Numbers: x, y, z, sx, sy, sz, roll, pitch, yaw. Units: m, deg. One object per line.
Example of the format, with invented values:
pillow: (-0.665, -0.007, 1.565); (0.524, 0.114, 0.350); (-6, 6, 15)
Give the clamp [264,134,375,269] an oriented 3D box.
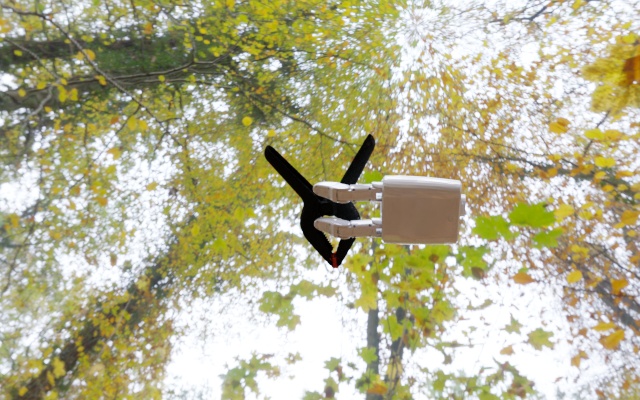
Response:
clamp: (0.001, 0.003, 0.723); (0.164, 0.210, 0.036); (2, 20, 12)
